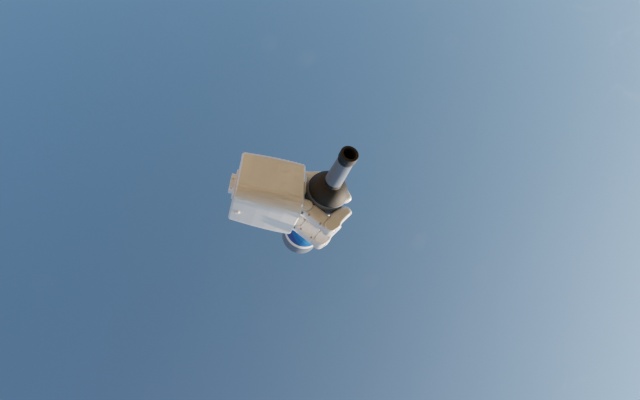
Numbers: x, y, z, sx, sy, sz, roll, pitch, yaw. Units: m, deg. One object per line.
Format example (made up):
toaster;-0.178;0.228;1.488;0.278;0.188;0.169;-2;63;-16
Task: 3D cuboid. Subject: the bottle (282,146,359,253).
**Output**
bottle;0.000;0.003;0.793;0.069;0.069;0.296;0;-28;-18
